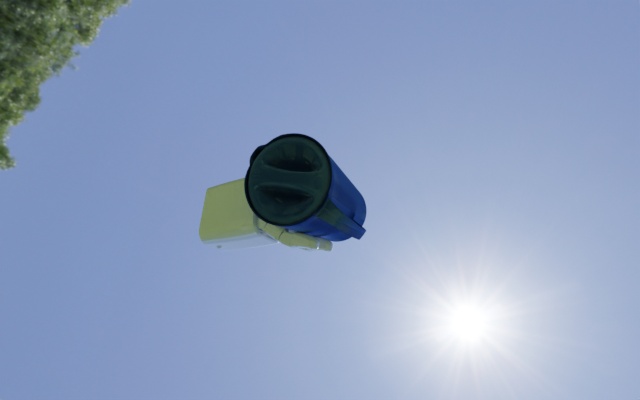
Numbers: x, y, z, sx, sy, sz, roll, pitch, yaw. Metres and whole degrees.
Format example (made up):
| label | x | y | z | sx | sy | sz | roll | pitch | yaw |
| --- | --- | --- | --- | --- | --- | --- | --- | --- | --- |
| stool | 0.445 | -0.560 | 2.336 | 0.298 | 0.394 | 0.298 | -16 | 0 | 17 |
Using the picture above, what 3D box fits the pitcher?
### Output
| label | x | y | z | sx | sy | sz | roll | pitch | yaw |
| --- | --- | --- | --- | --- | --- | --- | --- | --- | --- |
| pitcher | 0.000 | 0.002 | 0.756 | 0.145 | 0.149 | 0.243 | -11 | -17 | 18 |
